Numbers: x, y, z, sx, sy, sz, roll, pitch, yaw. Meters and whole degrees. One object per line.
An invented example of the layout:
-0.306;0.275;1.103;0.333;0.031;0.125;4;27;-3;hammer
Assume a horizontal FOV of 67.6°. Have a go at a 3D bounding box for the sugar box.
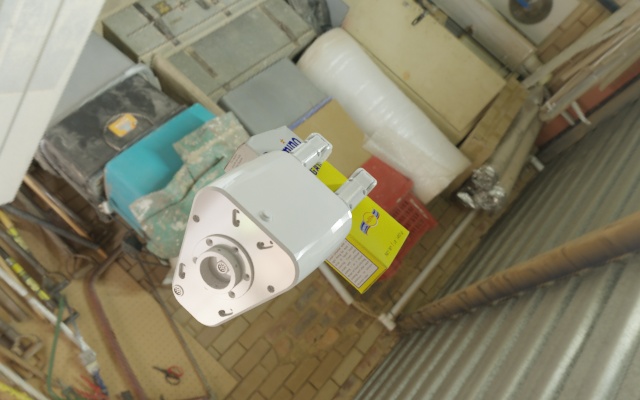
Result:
0.000;0.001;0.473;0.048;0.176;0.093;-49;-4;28;sugar box
